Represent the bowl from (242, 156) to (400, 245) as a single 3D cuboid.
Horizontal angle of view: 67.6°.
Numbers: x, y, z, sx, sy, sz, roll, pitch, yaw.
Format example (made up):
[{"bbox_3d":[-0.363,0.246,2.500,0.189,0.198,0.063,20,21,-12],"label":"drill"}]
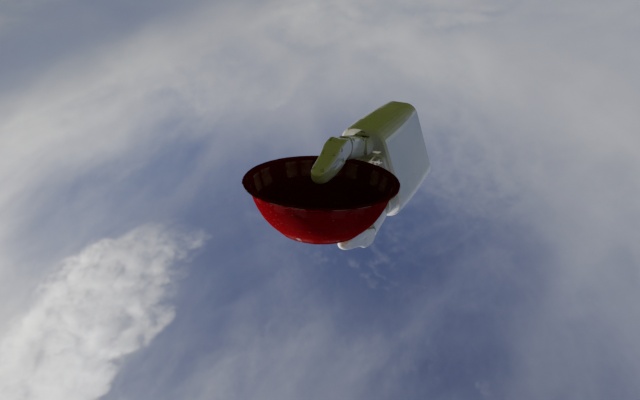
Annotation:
[{"bbox_3d":[-0.001,0.002,0.501,0.162,0.055,0.162,2,22,-1],"label":"bowl"}]
